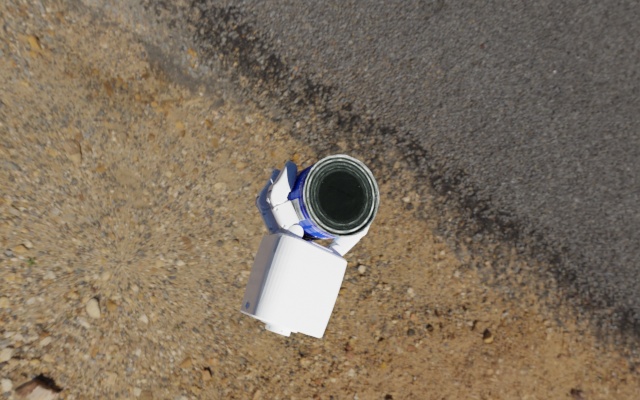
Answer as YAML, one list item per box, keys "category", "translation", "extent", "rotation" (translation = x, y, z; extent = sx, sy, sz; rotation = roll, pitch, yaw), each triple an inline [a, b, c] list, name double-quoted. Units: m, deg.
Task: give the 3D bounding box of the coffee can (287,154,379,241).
- category: "coffee can"
  translation: [0.000, 0.002, 0.643]
  extent: [0.103, 0.103, 0.140]
  rotation: [0, -7, -23]
